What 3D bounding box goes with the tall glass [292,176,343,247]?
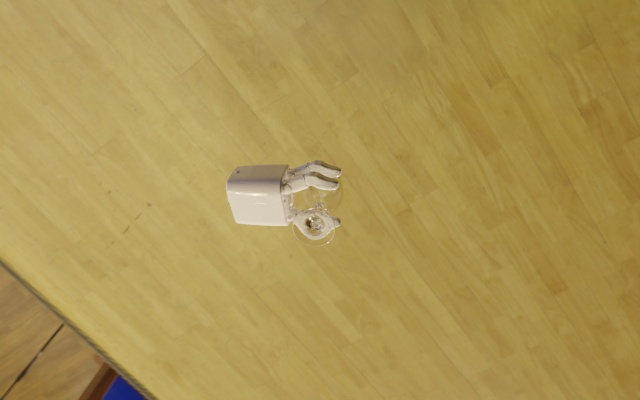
[{"bbox_3d":[0.000,0.003,0.897,0.079,0.079,0.201,0,26,8],"label":"tall glass"}]
